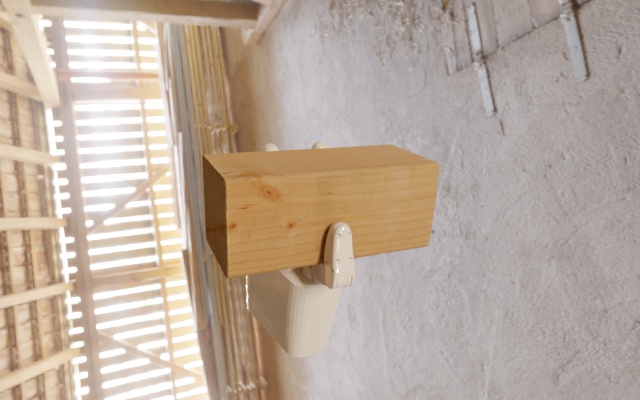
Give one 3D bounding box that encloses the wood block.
[{"bbox_3d":[0.000,0.002,0.462,0.206,0.090,0.090,-6,22,-23],"label":"wood block"}]
